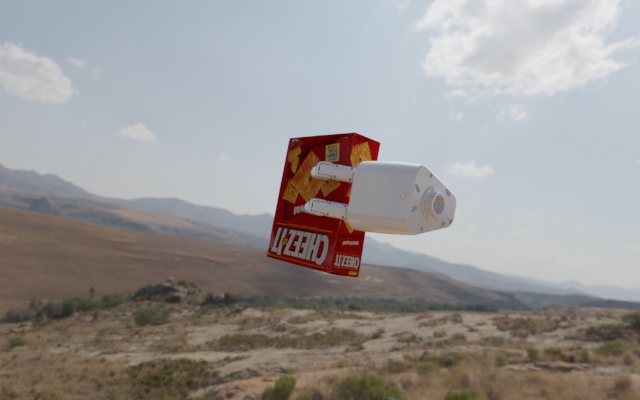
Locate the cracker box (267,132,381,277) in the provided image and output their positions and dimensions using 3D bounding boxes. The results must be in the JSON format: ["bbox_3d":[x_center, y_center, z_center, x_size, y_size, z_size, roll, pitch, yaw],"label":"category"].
[{"bbox_3d":[0.000,0.002,0.774,0.072,0.213,0.164,15,-6,-41],"label":"cracker box"}]
